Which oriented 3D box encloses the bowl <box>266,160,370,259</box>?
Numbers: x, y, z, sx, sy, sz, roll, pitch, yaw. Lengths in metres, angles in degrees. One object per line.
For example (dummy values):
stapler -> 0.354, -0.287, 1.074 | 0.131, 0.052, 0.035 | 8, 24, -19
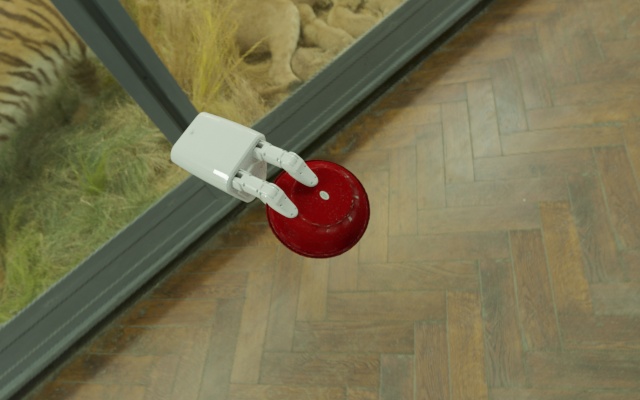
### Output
bowl -> 0.001, 0.003, 0.710 | 0.162, 0.162, 0.055 | 0, -20, -8
